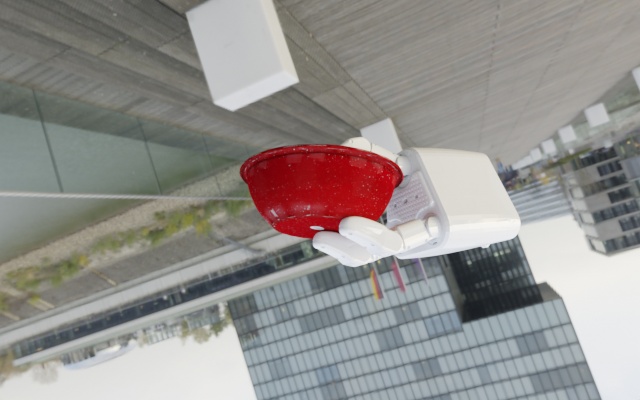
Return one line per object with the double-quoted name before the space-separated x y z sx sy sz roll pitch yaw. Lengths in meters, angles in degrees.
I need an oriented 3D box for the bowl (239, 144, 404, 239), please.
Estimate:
"bowl" -0.001 0.002 0.468 0.162 0.055 0.162 2 -17 1
